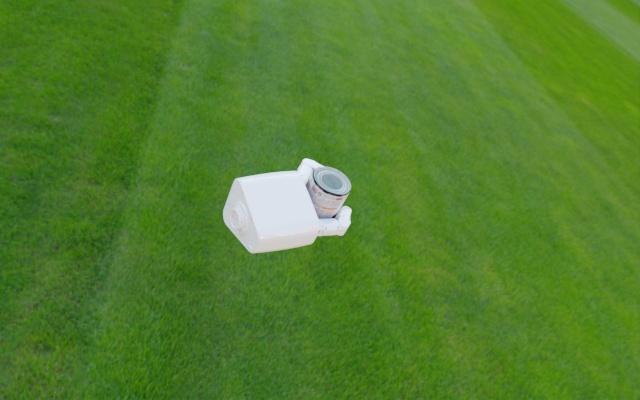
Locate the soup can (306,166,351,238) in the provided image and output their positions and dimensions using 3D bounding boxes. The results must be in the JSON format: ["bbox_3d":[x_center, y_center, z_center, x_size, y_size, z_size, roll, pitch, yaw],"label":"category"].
[{"bbox_3d":[0.001,0.002,0.784,0.068,0.068,0.102,0,-44,-31],"label":"soup can"}]
